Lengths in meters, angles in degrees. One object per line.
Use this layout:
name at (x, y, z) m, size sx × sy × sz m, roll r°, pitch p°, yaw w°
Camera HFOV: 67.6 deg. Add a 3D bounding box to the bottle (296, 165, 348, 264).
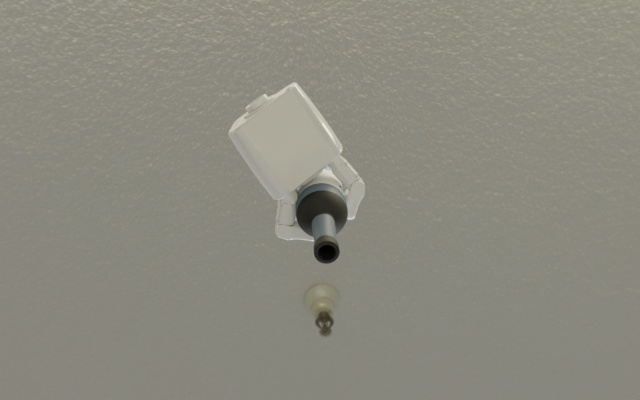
bottle at (0.000, 0.002, 0.638) m, size 0.069 × 0.069 × 0.295 m, roll 0°, pitch 21°, yaw -3°
